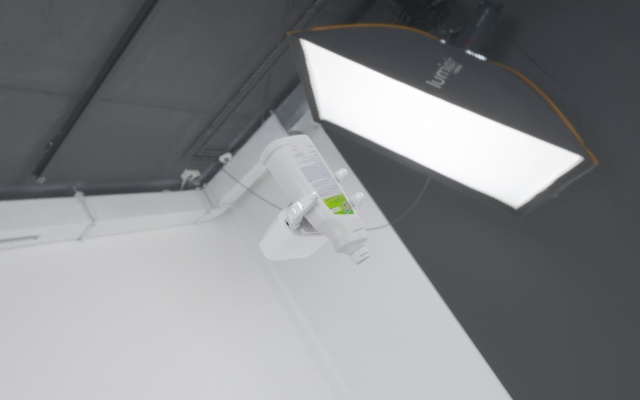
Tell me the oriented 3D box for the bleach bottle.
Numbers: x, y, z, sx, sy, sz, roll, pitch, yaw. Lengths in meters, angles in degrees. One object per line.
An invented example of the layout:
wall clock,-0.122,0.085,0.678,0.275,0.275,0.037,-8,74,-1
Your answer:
bleach bottle,0.000,0.003,0.836,0.102,0.250,0.068,-19,-20,-42
